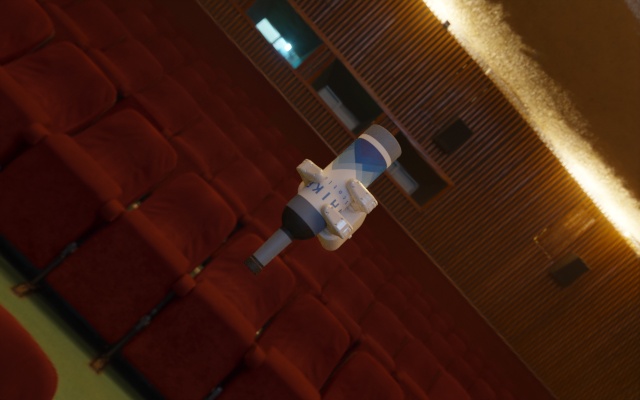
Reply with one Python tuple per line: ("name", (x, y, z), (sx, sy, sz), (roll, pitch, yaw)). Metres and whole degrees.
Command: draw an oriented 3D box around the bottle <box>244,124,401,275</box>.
("bottle", (0.000, 0.002, 0.736), (0.295, 0.069, 0.069), (-43, 11, -12))
